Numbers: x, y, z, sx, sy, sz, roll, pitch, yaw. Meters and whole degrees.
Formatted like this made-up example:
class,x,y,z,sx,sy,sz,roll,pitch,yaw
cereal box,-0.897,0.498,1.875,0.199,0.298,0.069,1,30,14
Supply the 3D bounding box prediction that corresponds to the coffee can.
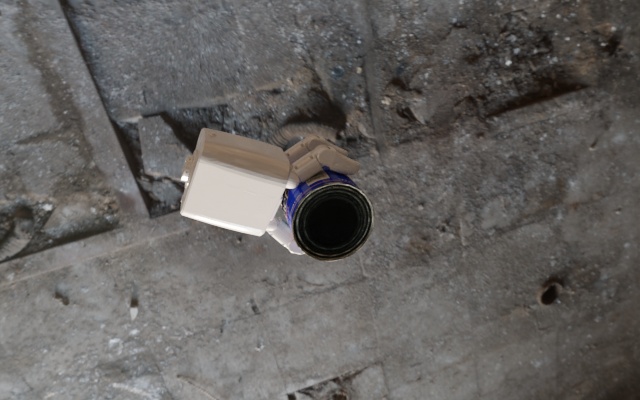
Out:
class,x,y,z,sx,sy,sz,roll,pitch,yaw
coffee can,0.000,0.002,0.628,0.103,0.103,0.140,0,21,-14
